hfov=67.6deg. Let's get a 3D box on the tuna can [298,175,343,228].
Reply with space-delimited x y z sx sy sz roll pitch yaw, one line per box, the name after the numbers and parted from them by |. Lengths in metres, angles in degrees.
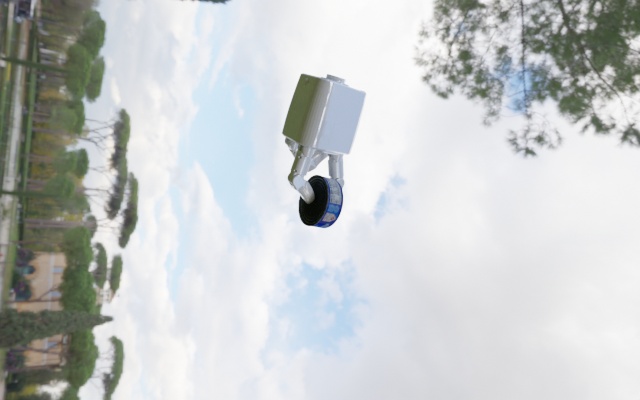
0.001 0.003 0.787 0.034 0.086 0.086 12 -7 -34 | tuna can
